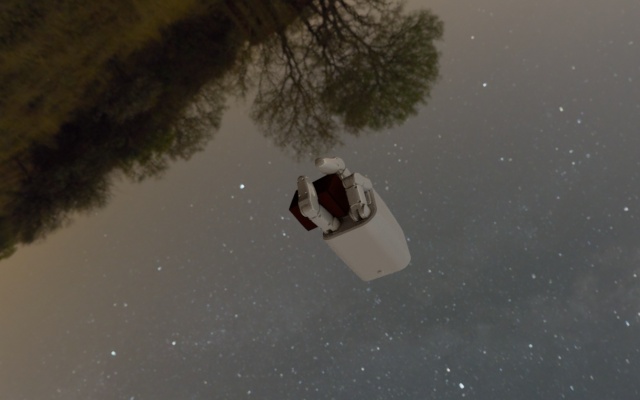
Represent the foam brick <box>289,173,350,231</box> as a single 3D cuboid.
[{"bbox_3d":[0.000,0.002,0.734,0.078,0.051,0.053,-25,28,31],"label":"foam brick"}]
